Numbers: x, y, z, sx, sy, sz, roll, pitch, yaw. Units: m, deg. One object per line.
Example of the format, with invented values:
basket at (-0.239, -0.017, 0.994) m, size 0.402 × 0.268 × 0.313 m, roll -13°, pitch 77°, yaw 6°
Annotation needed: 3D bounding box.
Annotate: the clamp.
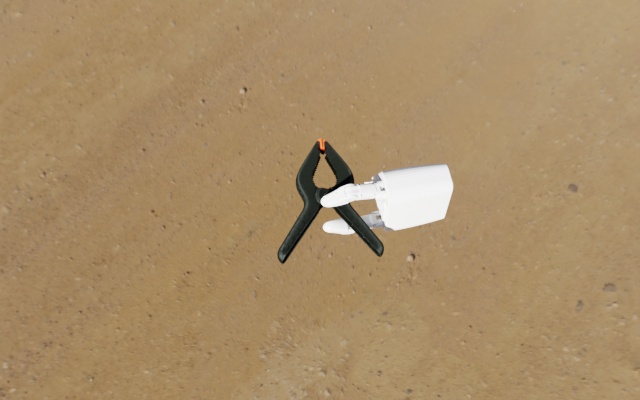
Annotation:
clamp at (0.000, 0.002, 0.764) m, size 0.164 × 0.210 × 0.036 m, roll -10°, pitch -19°, yaw -5°
